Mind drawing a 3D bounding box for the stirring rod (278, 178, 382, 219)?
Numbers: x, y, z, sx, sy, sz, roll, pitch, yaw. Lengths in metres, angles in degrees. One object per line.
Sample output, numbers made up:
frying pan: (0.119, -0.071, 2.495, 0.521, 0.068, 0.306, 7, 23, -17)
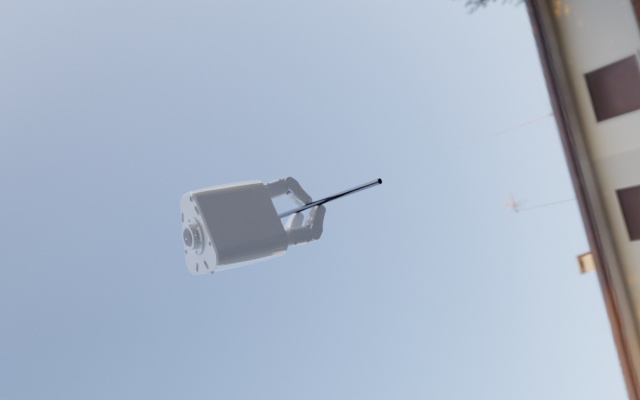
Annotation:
stirring rod: (0.000, 0.002, 0.686, 0.011, 0.011, 0.239, 0, -13, -39)
